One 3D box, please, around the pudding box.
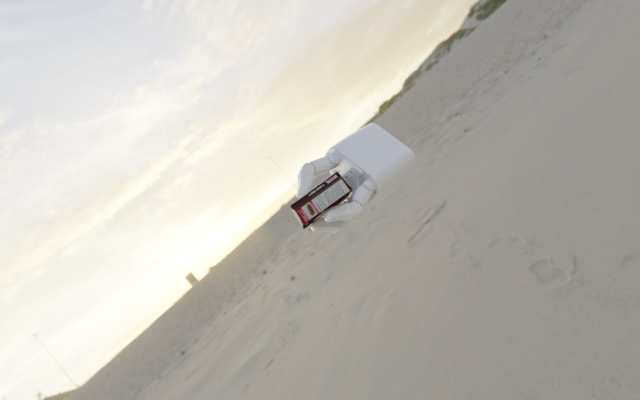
[{"bbox_3d":[0.000,0.002,0.735,0.090,0.039,0.113,-37,-6,-5],"label":"pudding box"}]
